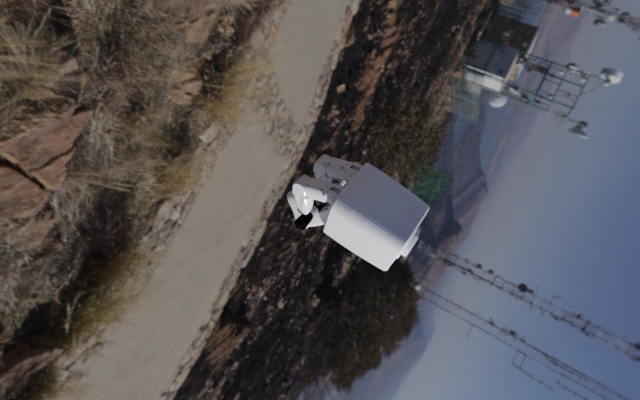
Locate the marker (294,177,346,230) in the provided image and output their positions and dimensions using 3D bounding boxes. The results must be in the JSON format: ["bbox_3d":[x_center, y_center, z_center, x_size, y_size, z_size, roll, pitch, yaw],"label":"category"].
[{"bbox_3d":[0.000,0.002,0.695,0.020,0.020,0.121,0,35,39],"label":"marker"}]
